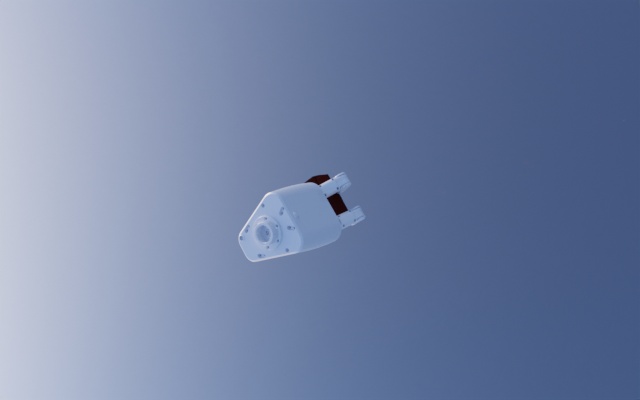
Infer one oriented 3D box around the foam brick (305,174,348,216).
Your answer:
[{"bbox_3d":[0.000,0.002,0.784,0.053,0.078,0.051,-35,-11,28],"label":"foam brick"}]
